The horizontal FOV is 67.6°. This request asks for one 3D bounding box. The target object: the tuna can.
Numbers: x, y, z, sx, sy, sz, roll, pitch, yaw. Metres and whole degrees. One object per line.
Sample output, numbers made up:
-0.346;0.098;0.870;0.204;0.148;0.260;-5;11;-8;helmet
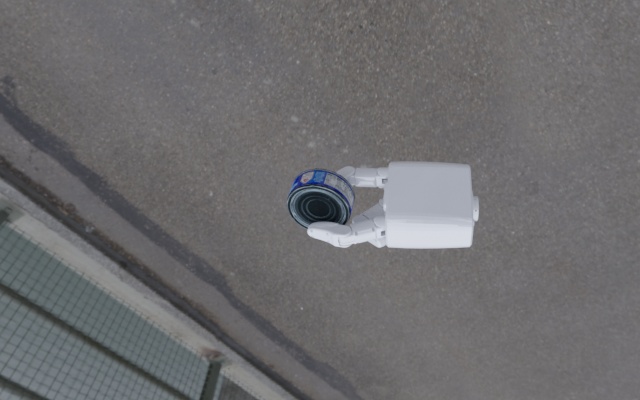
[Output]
0.000;0.002;0.621;0.086;0.086;0.033;0;42;16;tuna can
